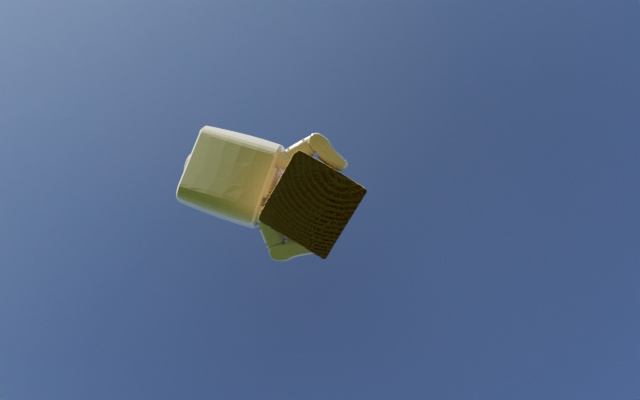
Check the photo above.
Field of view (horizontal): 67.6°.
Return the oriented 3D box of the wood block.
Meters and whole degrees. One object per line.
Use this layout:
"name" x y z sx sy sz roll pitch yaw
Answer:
"wood block" 0.000 0.002 0.612 0.090 0.091 0.206 31 4 4
